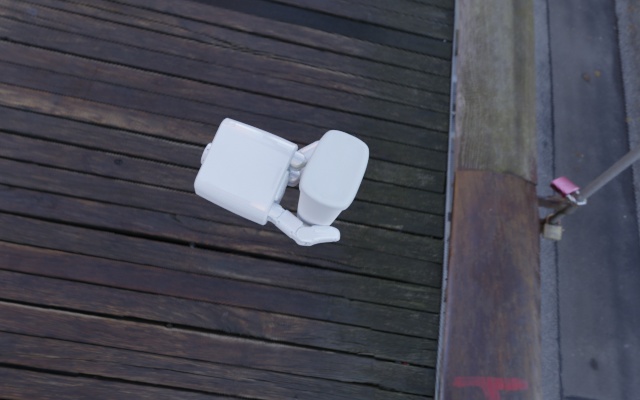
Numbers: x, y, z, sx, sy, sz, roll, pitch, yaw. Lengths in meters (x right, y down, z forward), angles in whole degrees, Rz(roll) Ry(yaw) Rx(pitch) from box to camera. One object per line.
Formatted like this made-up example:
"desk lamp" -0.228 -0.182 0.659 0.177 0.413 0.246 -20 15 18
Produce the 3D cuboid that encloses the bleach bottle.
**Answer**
"bleach bottle" 0.000 0.002 0.677 0.068 0.102 0.251 24 -22 0
